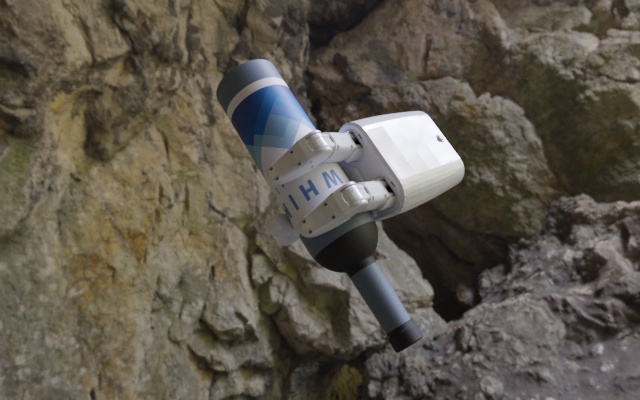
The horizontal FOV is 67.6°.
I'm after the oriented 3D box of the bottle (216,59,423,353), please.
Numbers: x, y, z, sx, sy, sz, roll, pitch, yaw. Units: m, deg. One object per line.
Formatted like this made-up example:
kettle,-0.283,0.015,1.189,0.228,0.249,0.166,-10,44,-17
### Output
bottle,0.000,0.001,0.441,0.069,0.295,0.069,-29,-16,-9
